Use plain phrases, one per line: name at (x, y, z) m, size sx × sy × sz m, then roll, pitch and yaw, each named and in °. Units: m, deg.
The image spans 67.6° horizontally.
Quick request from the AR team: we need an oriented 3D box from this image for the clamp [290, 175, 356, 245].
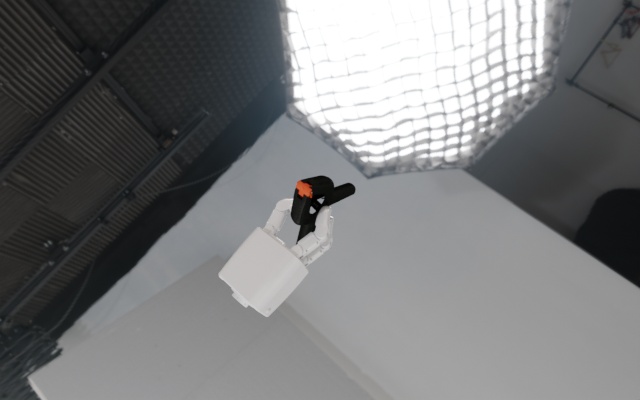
clamp at (-0.001, 0.002, 0.828) m, size 0.036 × 0.164 × 0.210 m, roll 36°, pitch -13°, yaw 19°
